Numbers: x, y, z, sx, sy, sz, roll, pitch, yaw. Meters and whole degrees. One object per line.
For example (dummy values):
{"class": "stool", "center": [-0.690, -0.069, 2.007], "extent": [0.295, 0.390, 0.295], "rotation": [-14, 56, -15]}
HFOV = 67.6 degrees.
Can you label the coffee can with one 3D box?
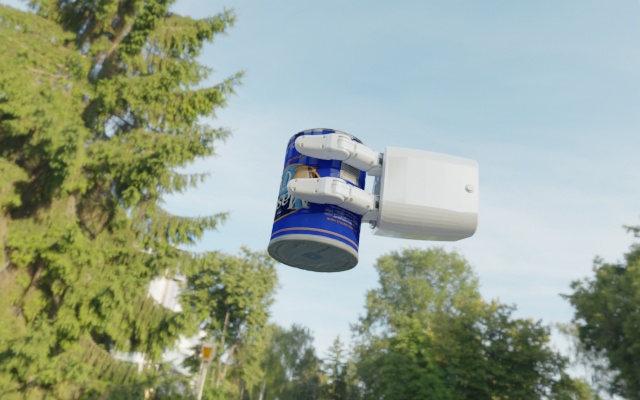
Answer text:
{"class": "coffee can", "center": [0.000, 0.002, 0.561], "extent": [0.103, 0.140, 0.103], "rotation": [7, -26, 3]}
